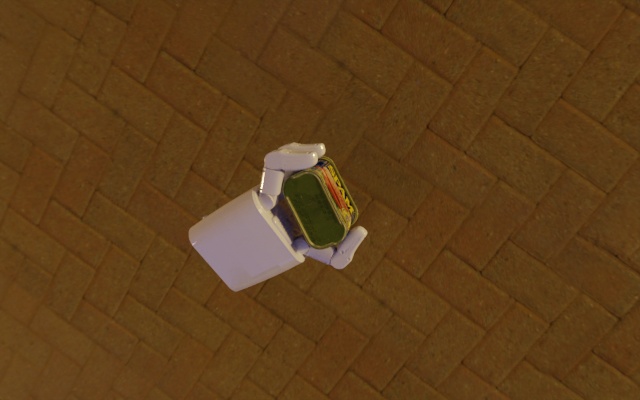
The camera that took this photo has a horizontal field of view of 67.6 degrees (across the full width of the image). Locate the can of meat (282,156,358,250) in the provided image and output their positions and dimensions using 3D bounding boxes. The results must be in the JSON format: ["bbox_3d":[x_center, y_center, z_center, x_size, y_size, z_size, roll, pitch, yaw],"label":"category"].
[{"bbox_3d":[0.000,0.002,0.592,0.057,0.102,0.084,-25,8,16],"label":"can of meat"}]
